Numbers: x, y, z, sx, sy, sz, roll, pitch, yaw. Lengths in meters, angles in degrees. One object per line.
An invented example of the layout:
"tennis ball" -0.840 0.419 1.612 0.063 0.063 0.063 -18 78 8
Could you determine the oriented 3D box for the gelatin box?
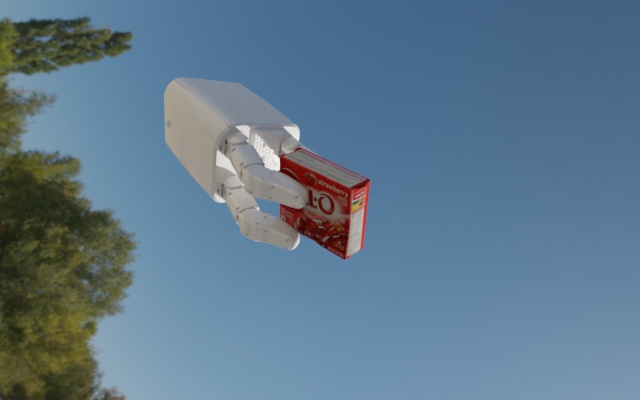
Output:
"gelatin box" 0.001 0.001 0.435 0.089 0.073 0.030 28 39 35
